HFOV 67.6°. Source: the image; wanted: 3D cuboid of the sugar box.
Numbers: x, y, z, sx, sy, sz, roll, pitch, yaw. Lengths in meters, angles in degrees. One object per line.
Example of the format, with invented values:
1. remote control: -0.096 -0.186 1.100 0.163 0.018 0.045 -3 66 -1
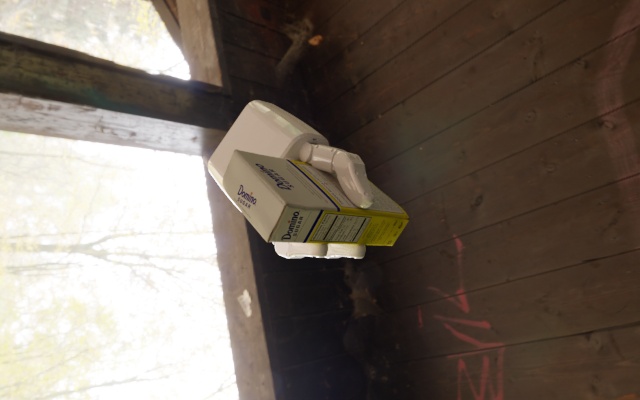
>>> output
1. sugar box: 0.000 0.002 0.469 0.176 0.048 0.093 4 30 -44
